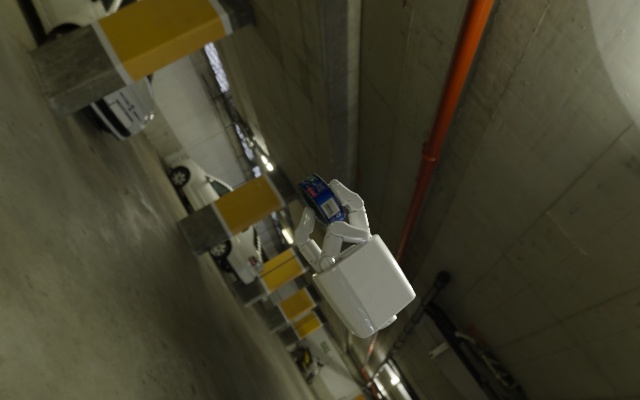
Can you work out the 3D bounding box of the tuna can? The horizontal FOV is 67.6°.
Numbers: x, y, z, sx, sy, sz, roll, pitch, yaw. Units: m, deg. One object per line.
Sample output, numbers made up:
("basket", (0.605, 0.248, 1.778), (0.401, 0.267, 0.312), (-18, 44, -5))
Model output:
("tuna can", (0.001, 0.002, 0.726), (0.034, 0.086, 0.086), (-36, 7, -10))
